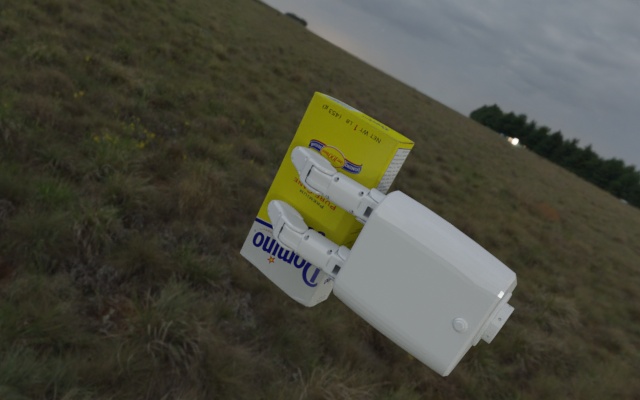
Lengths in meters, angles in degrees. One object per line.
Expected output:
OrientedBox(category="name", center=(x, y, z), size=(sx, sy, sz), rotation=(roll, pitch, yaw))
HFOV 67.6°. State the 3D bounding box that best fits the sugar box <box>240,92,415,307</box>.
OrientedBox(category="sugar box", center=(0.000, 0.001, 0.439), size=(0.093, 0.176, 0.048), rotation=(35, 18, 23))
